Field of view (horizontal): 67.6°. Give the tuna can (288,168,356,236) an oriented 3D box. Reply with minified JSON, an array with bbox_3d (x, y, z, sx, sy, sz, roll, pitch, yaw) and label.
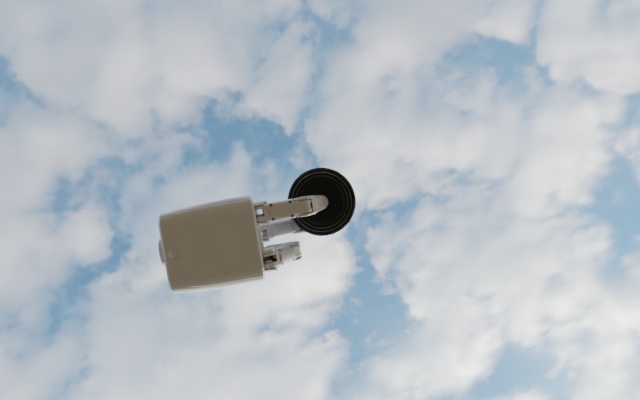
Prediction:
[{"bbox_3d":[0.000,0.002,0.612,0.086,0.086,0.034,0,-2,-6],"label":"tuna can"}]
